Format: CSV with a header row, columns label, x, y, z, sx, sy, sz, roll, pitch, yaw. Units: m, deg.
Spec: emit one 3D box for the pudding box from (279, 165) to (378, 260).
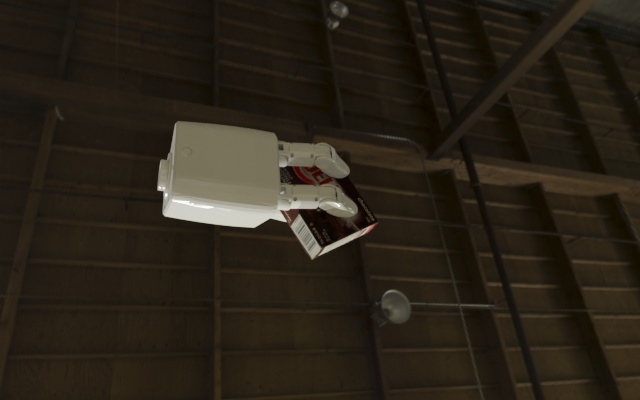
label,x,y,z,sx,sy,sz,roll,pitch,yaw
pudding box,0.000,0.002,0.561,0.090,0.113,0.039,-22,-17,-34
